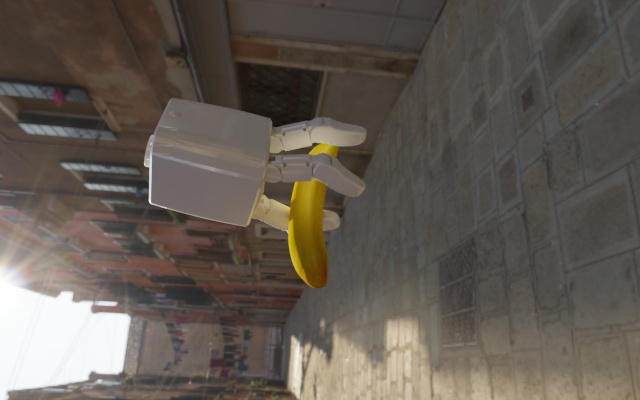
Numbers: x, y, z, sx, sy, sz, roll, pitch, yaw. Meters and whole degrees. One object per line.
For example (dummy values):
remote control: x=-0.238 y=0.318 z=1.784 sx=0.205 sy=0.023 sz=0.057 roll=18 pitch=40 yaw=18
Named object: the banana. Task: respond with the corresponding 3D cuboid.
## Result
banana: x=-0.008 y=0.007 z=0.501 sx=0.037 sy=0.197 sz=0.070 roll=21 pitch=-36 yaw=-18
